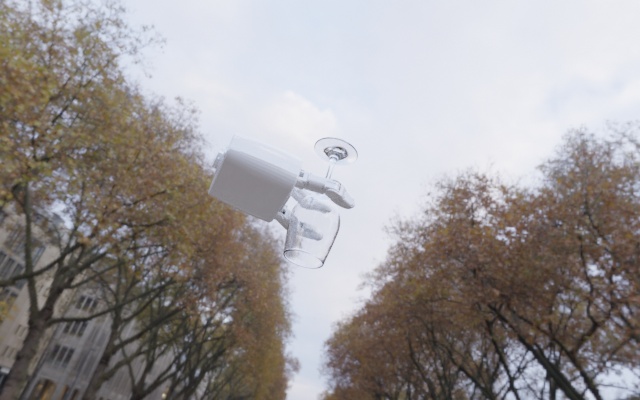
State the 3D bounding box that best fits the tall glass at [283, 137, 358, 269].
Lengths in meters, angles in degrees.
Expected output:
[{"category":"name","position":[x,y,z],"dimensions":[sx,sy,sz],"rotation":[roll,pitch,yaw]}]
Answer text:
[{"category":"tall glass","position":[0.000,0.002,0.743],"dimensions":[0.079,0.201,0.079],"rotation":[13,-28,7]}]
